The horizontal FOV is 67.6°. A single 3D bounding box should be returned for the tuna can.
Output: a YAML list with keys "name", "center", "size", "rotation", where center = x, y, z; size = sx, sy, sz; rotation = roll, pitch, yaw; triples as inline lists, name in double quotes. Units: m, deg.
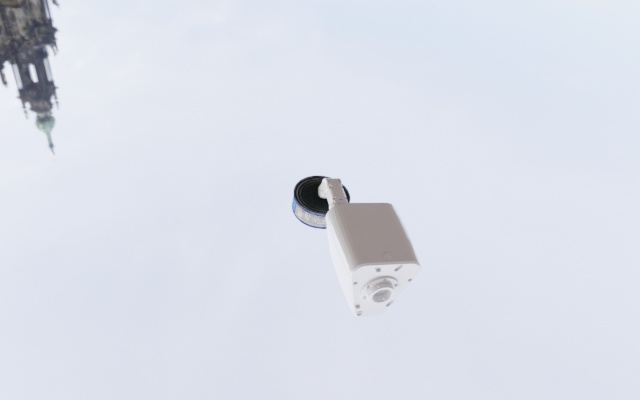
- name: "tuna can"
  center: [0.000, 0.003, 0.720]
  size: [0.086, 0.034, 0.086]
  rotation: [6, 43, -6]
